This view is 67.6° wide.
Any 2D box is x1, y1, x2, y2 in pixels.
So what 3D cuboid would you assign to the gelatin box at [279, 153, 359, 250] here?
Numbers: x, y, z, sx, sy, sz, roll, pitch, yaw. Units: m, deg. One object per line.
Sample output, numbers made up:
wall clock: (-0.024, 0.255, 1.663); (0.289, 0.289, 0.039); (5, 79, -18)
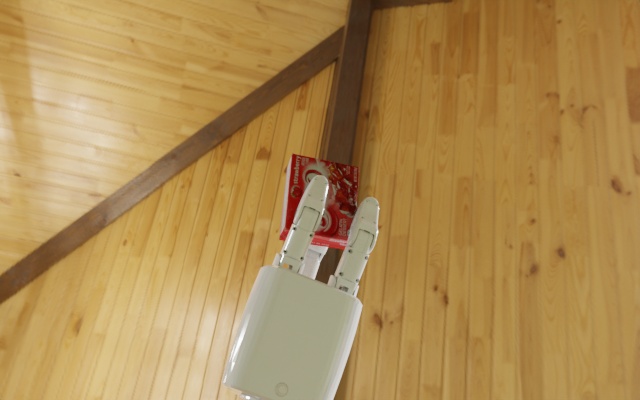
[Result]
gelatin box: (0.000, 0.001, 0.484); (0.073, 0.089, 0.030); (10, -29, -11)
